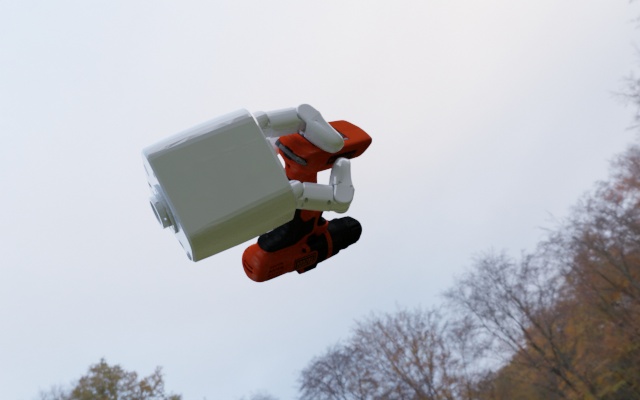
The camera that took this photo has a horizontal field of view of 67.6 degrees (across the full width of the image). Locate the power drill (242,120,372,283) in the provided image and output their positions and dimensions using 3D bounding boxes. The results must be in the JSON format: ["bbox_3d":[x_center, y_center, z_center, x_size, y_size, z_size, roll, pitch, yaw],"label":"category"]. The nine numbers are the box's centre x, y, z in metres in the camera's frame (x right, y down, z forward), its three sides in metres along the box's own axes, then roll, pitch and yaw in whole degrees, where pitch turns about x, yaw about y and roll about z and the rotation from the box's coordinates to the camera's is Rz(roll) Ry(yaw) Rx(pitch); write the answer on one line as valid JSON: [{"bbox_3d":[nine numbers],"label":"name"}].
[{"bbox_3d":[0.000,0.002,0.565,0.184,0.188,0.057,-18,44,-41],"label":"power drill"}]
